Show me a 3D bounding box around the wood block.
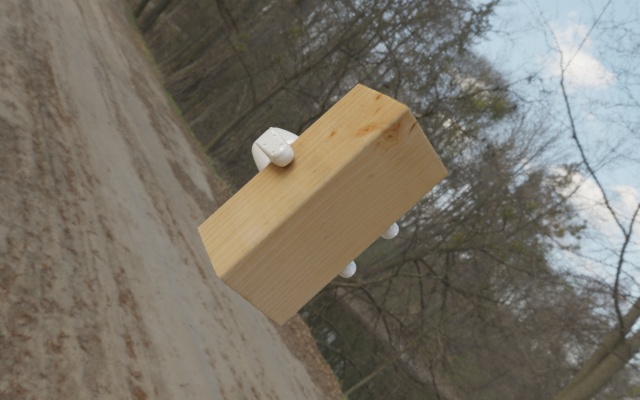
[{"bbox_3d":[0.000,0.001,0.441,0.091,0.206,0.090,48,-1,-35],"label":"wood block"}]
